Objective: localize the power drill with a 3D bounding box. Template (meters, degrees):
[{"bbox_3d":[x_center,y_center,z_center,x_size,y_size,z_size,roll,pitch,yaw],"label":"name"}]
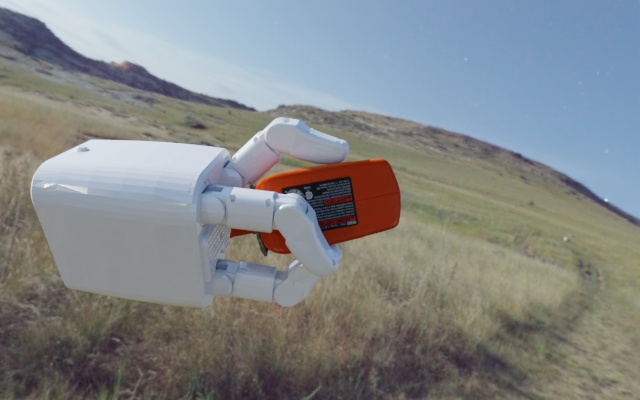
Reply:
[{"bbox_3d":[0.000,0.001,0.422,0.184,0.057,0.187,-13,2,-14],"label":"power drill"}]
